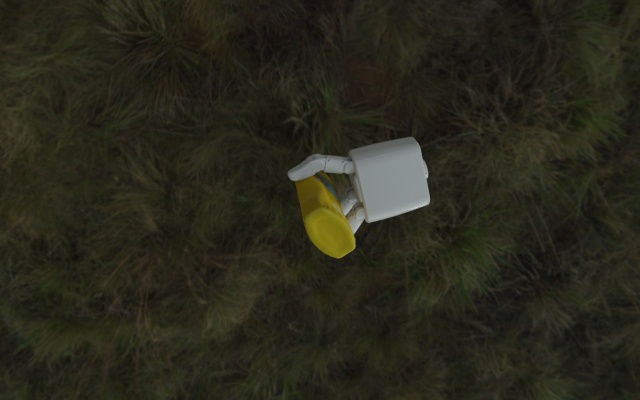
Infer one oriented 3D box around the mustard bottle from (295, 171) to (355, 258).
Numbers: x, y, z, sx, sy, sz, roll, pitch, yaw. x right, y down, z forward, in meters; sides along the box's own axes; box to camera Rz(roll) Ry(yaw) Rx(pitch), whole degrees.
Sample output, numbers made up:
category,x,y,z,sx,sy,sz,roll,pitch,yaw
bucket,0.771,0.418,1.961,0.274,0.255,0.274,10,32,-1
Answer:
category,x,y,z,sx,sy,sz,roll,pitch,yaw
mustard bottle,0.000,0.003,0.759,0.058,0.096,0.191,-36,30,11
